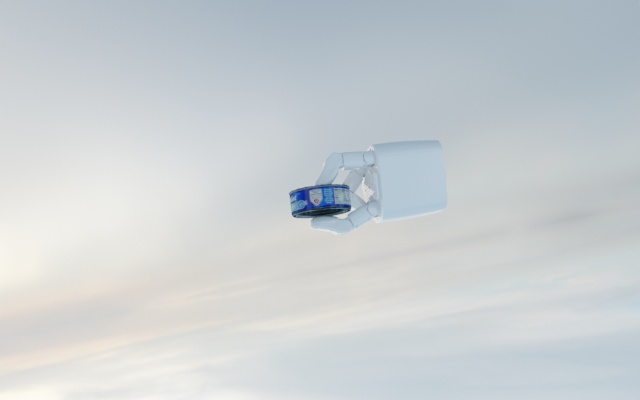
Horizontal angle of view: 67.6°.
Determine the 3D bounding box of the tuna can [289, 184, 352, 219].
[{"bbox_3d":[0.000,0.003,0.666,0.086,0.033,0.086,-6,-9,-1],"label":"tuna can"}]
